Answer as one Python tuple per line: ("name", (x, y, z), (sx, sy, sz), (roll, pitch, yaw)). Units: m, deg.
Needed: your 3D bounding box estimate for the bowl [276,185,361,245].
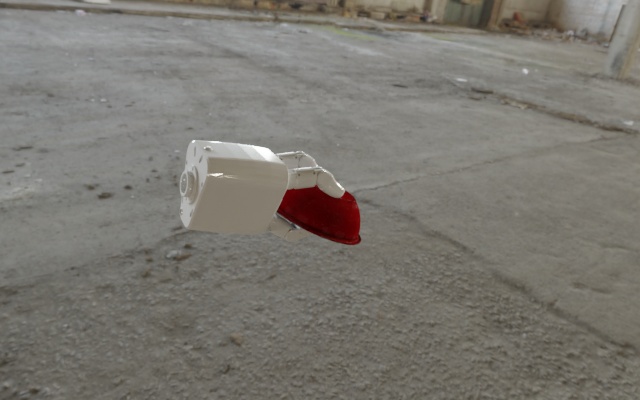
("bowl", (0.001, 0.002, 0.715), (0.162, 0.055, 0.162), (26, 12, -6))
